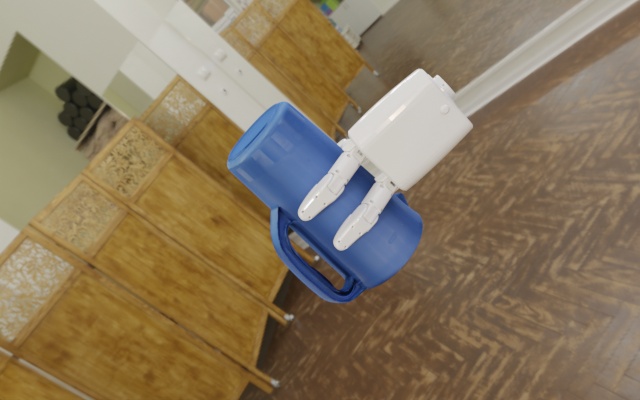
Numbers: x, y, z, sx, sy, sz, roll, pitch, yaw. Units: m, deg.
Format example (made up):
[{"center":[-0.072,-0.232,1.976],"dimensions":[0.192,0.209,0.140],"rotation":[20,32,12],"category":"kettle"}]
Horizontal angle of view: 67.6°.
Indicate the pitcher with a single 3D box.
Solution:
[{"center":[0.000,0.002,0.601],"dimensions":[0.243,0.145,0.149],"rotation":[42,19,-19],"category":"pitcher"}]
